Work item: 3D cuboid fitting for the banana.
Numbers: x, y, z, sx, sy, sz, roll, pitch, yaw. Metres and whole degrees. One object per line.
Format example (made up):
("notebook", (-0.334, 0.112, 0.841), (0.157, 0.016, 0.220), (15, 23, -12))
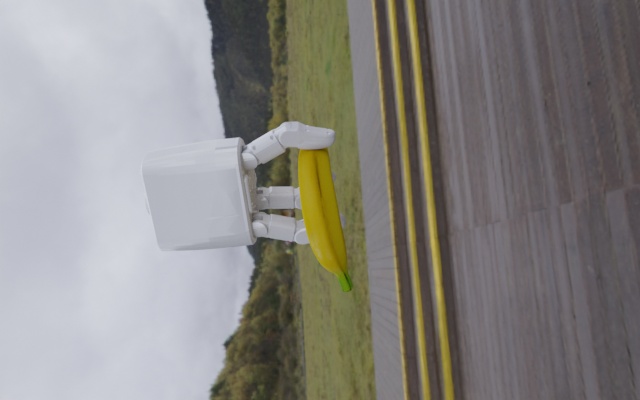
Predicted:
("banana", (-0.002, -0.005, 0.501), (0.037, 0.197, 0.070), (-10, -33, 2))
